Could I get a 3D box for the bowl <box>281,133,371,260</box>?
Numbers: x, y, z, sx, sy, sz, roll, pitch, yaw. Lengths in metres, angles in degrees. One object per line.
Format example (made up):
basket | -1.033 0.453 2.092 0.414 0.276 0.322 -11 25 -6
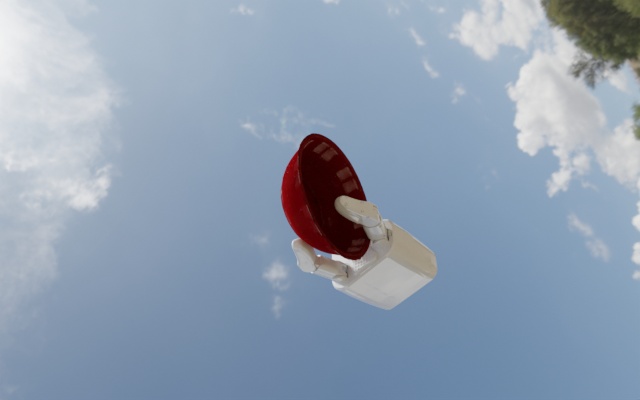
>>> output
bowl | -0.001 0.001 0.589 0.055 0.162 0.162 -21 -10 27
